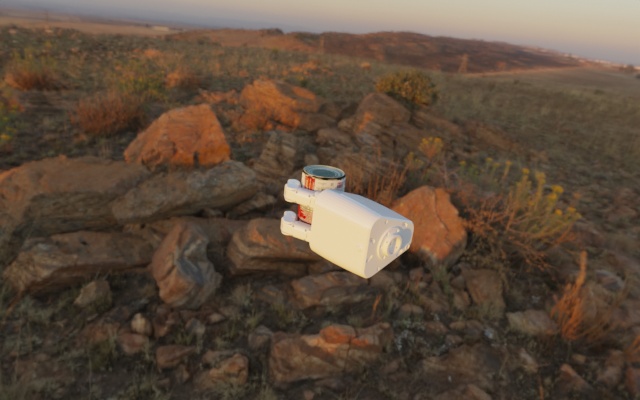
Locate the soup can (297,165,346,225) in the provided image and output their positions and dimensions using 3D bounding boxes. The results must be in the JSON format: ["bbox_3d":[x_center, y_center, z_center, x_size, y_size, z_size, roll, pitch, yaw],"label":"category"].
[{"bbox_3d":[0.000,0.002,0.748,0.068,0.102,0.068,6,20,-2],"label":"soup can"}]
